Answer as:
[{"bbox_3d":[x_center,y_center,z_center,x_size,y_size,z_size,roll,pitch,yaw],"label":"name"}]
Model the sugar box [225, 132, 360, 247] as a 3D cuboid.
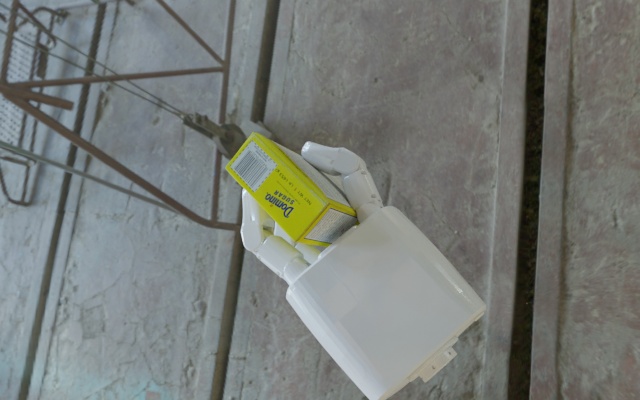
[{"bbox_3d":[0.000,0.002,0.438,0.093,0.048,0.176,45,8,25],"label":"sugar box"}]
